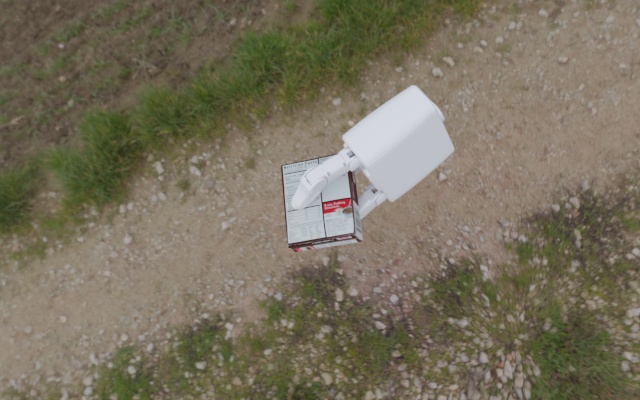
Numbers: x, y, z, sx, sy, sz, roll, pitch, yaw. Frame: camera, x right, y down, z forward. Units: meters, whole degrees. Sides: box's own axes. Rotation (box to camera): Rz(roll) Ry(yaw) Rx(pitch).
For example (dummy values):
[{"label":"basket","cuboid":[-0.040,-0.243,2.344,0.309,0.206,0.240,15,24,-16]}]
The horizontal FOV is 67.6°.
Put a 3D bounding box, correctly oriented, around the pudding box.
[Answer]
[{"label":"pudding box","cuboid":[0.000,0.002,0.602,0.090,0.113,0.039,-11,-21,14]}]
